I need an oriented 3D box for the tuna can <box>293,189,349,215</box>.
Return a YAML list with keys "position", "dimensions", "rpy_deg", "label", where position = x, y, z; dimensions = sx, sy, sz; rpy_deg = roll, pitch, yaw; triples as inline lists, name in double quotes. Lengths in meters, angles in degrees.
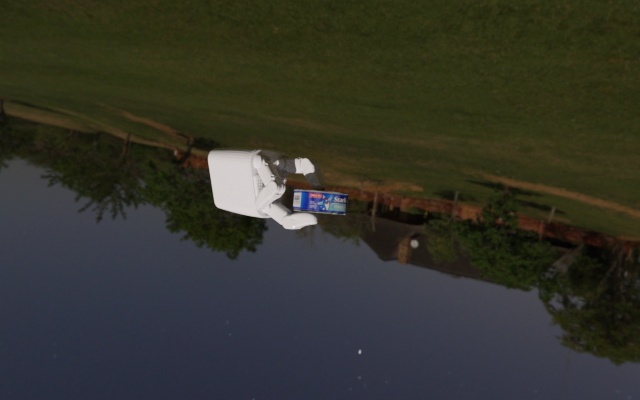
- position: [0.000, 0.003, 0.744]
  dimensions: [0.086, 0.034, 0.086]
  rpy_deg: [5, -1, 0]
  label: "tuna can"
